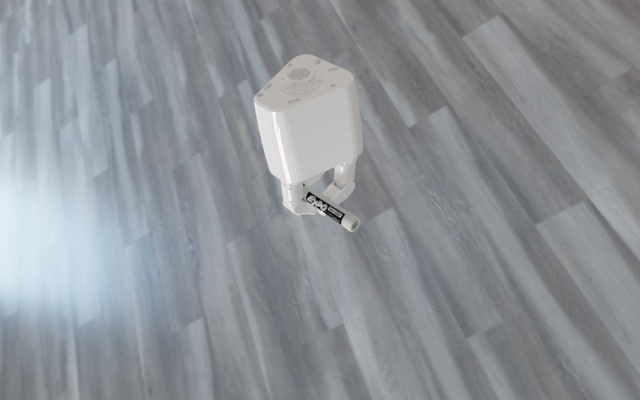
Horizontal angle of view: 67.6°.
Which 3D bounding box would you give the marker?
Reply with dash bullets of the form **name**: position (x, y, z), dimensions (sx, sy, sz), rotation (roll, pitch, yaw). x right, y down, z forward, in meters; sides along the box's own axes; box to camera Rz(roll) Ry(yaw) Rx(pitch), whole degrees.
- **marker**: position (0.000, 0.002, 0.604), dimensions (0.121, 0.020, 0.020), rotation (33, 20, 33)
